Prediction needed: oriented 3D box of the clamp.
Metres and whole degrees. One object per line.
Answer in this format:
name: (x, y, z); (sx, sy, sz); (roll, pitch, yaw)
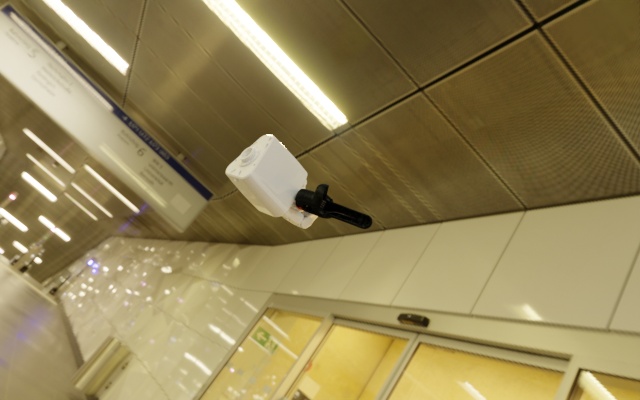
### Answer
clamp: (0.000, 0.002, 0.837); (0.171, 0.039, 0.120); (8, -30, 50)
